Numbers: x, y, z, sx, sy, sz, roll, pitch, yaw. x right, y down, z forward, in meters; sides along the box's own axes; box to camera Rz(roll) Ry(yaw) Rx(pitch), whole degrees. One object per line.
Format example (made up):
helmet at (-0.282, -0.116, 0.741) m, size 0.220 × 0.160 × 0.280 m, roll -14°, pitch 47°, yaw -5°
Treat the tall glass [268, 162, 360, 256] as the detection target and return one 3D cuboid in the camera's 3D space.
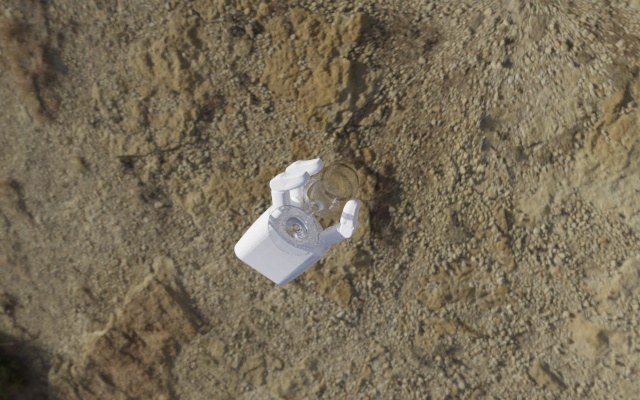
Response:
tall glass at (0.000, 0.003, 0.710) m, size 0.079 × 0.079 × 0.201 m, roll 0°, pitch 23°, yaw 24°
